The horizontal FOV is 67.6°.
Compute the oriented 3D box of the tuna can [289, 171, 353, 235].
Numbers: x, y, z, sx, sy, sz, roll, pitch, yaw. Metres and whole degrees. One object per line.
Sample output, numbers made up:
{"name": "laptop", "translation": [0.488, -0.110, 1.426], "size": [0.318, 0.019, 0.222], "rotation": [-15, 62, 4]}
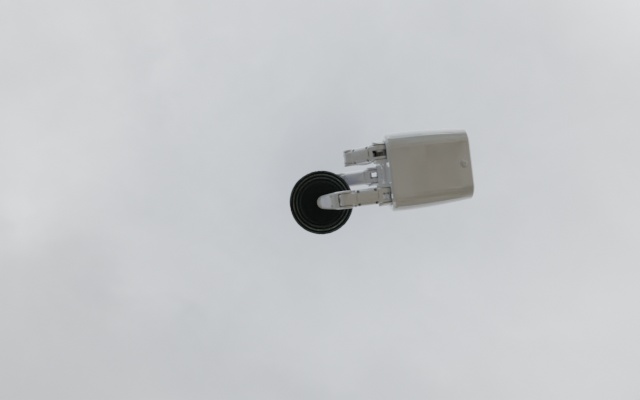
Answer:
{"name": "tuna can", "translation": [0.000, 0.002, 0.653], "size": [0.086, 0.086, 0.034], "rotation": [0, 3, -6]}
